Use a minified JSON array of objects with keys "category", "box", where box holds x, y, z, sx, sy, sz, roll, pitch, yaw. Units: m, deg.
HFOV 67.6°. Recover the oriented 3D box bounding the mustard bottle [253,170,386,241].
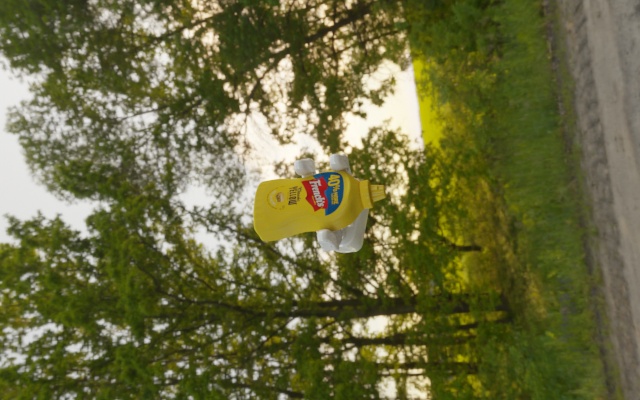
[{"category":"mustard bottle","box":[0.000,0.002,0.701,0.191,0.096,0.058,-9,-39,13]}]
